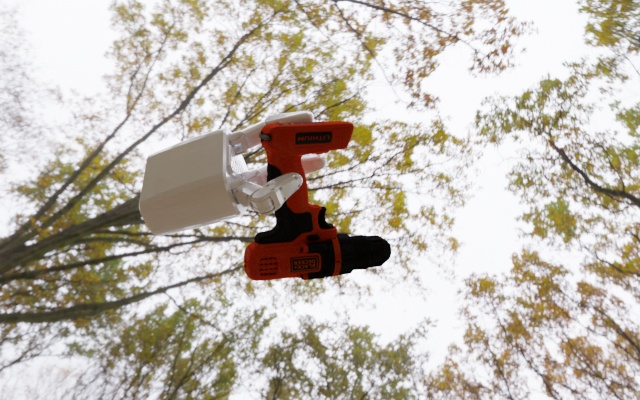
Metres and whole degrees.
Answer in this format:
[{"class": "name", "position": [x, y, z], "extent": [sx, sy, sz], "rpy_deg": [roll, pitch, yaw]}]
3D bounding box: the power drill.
[{"class": "power drill", "position": [0.000, 0.001, 0.564], "extent": [0.184, 0.188, 0.057], "rpy_deg": [-4, 11, -18]}]
